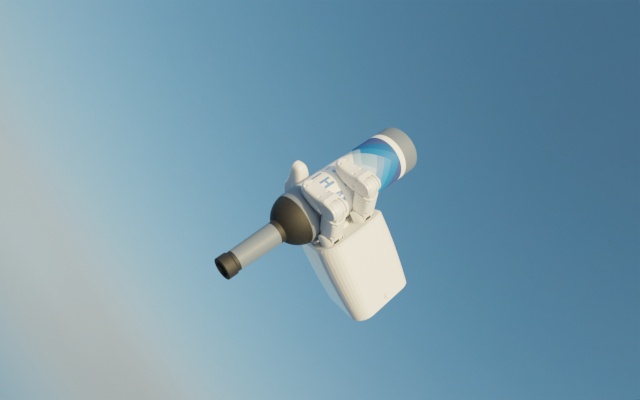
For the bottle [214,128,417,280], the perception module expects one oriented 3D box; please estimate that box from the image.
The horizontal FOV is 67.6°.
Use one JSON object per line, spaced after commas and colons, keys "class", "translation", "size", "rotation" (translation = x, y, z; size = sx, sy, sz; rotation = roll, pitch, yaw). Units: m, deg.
{"class": "bottle", "translation": [0.000, 0.002, 0.582], "size": [0.295, 0.069, 0.069], "rotation": [-34, 18, -30]}
